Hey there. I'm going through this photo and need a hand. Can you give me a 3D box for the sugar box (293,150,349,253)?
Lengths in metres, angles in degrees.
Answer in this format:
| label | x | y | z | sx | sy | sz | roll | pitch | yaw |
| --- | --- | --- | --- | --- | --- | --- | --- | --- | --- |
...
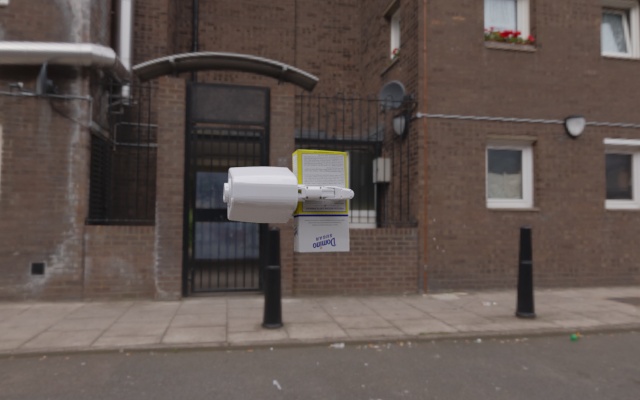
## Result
| label | x | y | z | sx | sy | sz | roll | pitch | yaw |
| --- | --- | --- | --- | --- | --- | --- | --- | --- | --- |
| sugar box | 0.000 | 0.003 | 0.832 | 0.093 | 0.176 | 0.048 | 1 | -3 | -16 |
